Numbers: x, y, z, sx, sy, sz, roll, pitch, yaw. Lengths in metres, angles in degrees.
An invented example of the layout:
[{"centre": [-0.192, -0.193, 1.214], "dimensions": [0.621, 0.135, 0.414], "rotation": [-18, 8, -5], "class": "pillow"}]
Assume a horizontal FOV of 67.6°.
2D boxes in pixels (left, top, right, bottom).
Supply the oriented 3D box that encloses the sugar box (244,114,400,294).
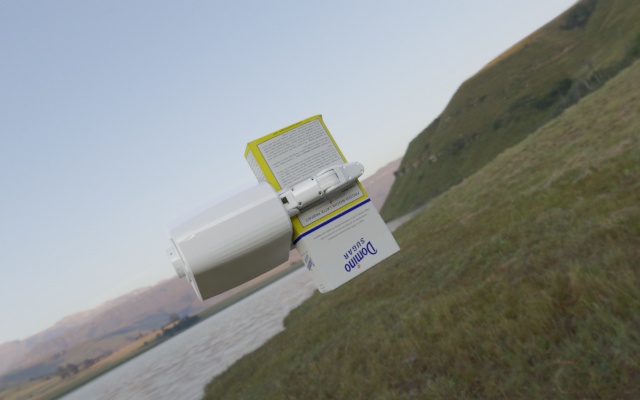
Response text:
[{"centre": [0.000, 0.002, 0.516], "dimensions": [0.093, 0.176, 0.048], "rotation": [-26, -6, -20], "class": "sugar box"}]
